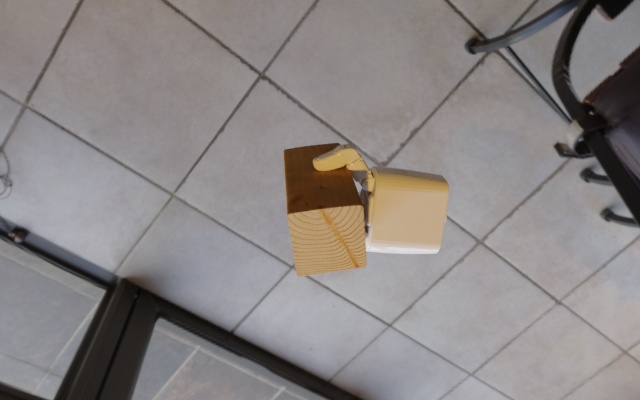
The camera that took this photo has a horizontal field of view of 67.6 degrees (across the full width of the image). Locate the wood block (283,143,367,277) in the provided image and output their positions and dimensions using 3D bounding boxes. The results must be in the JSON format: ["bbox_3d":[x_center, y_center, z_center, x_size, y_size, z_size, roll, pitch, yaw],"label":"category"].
[{"bbox_3d":[0.000,0.002,0.654,0.090,0.091,0.206,-7,27,-2],"label":"wood block"}]
